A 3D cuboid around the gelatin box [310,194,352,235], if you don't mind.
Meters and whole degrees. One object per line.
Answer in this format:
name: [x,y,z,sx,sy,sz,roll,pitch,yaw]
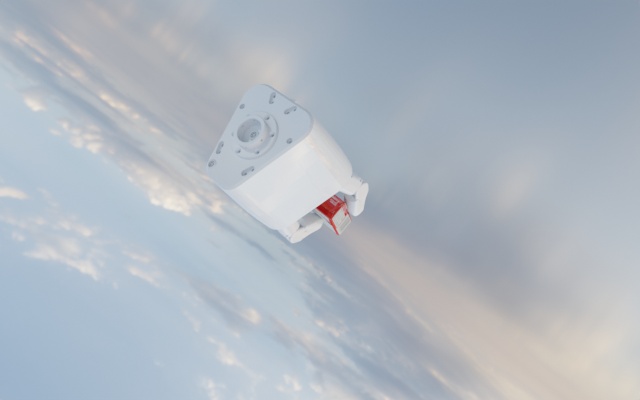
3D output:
gelatin box: [0.000,0.002,0.598,0.073,0.030,0.089,39,-7,18]
